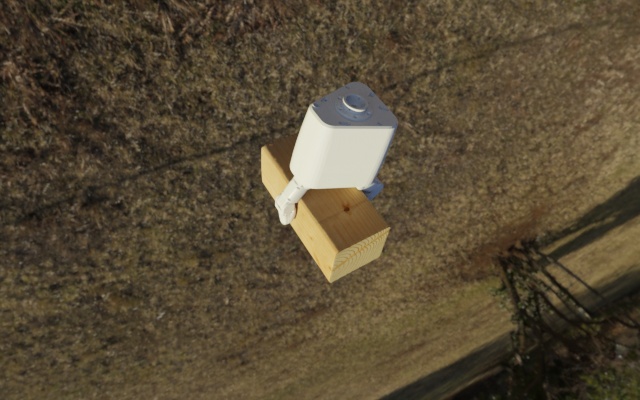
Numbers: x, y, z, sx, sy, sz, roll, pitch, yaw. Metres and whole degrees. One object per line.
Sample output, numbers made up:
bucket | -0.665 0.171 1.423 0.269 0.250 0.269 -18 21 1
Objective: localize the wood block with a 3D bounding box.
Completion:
wood block | 0.000 0.002 0.708 0.091 0.206 0.090 -24 -29 -21
